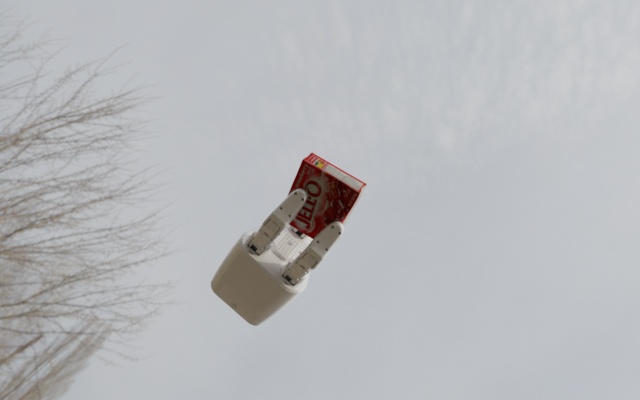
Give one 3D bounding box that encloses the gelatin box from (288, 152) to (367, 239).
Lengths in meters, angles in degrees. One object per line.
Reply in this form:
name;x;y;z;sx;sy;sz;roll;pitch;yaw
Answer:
gelatin box;0.000;0.001;0.543;0.073;0.089;0.030;31;33;7
